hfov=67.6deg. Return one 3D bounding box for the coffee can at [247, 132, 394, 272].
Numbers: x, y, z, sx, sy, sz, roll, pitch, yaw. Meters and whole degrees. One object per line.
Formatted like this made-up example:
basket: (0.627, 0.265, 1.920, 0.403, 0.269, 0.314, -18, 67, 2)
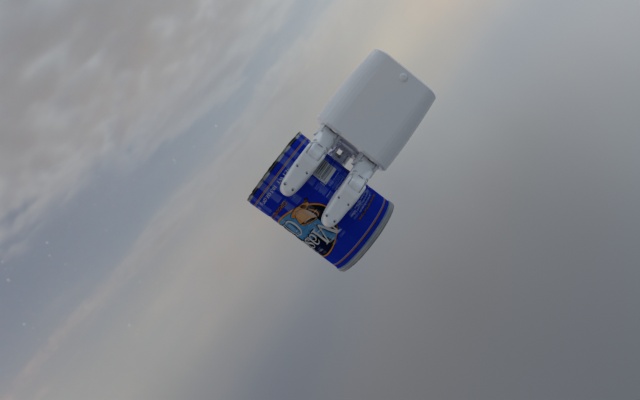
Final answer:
coffee can: (0.000, 0.002, 0.565, 0.140, 0.103, 0.103, 37, -4, -4)
